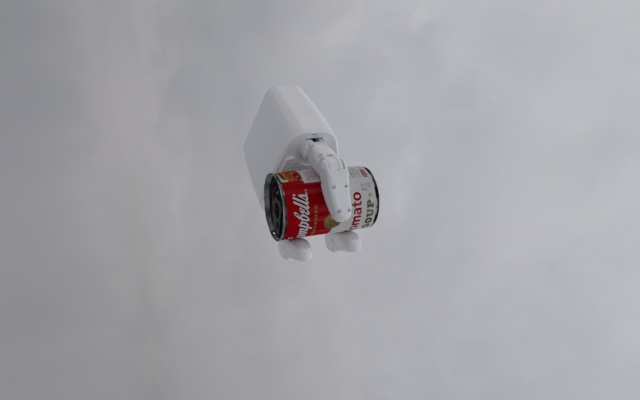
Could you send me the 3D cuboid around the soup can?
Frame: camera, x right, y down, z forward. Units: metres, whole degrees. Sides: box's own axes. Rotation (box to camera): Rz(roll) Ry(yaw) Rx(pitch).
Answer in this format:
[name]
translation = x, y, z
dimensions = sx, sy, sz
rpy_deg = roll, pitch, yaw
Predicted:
[soup can]
translation = 0.001, 0.002, 0.487
dimensions = 0.102, 0.068, 0.068
rpy_deg = -6, 2, -21
